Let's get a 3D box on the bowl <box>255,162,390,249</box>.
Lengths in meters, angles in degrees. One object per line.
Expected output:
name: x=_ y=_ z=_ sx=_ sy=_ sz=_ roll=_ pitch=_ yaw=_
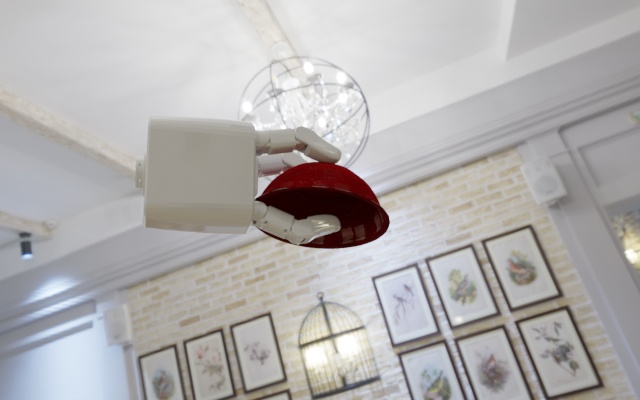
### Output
bowl: x=0.001 y=0.002 z=0.558 sx=0.162 sy=0.055 sz=0.162 roll=4 pitch=-28 yaw=2
